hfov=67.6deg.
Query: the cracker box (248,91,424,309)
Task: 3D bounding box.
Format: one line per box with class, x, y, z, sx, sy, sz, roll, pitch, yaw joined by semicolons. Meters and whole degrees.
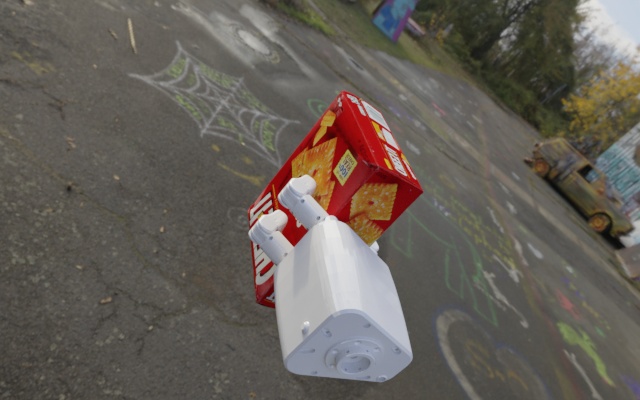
cracker box;0.000;0.002;0.549;0.072;0.214;0.164;26;29;-29
